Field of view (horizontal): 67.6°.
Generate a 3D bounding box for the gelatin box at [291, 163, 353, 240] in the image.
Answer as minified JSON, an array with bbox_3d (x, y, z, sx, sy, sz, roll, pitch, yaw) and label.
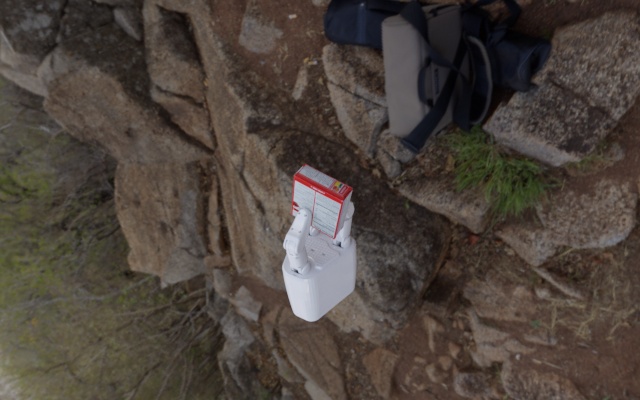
[{"bbox_3d":[0.000,0.002,0.636,0.073,0.030,0.089,28,-35,15],"label":"gelatin box"}]
